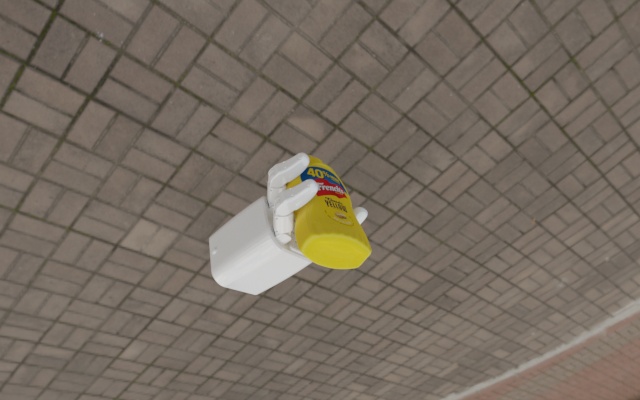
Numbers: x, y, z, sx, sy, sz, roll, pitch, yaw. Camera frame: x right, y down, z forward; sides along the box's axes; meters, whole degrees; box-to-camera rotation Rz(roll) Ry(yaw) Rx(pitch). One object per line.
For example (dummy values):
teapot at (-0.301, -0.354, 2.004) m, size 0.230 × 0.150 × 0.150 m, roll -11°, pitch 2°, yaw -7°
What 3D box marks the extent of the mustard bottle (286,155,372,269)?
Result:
mustard bottle at (0.000, 0.002, 0.646) m, size 0.096 × 0.058 × 0.191 m, roll 17°, pitch 34°, yaw -29°
